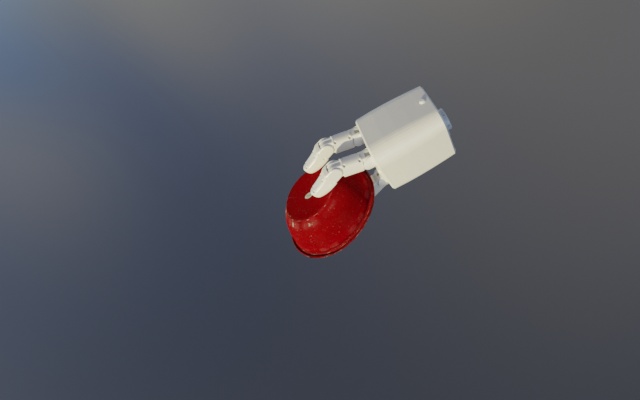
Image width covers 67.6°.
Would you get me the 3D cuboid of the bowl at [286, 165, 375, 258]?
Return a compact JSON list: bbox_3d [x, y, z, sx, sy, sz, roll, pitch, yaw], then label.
[{"bbox_3d":[-0.001,0.003,0.719,0.162,0.162,0.055,0,-28,45],"label":"bowl"}]
